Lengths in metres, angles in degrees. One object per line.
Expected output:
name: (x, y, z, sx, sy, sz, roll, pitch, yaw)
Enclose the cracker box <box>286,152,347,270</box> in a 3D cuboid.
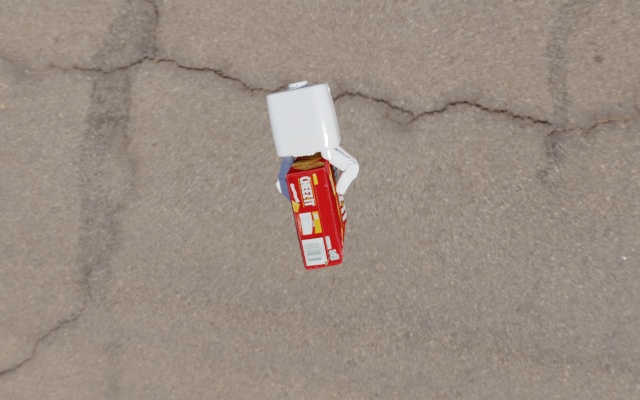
cracker box: (0.000, 0.003, 0.845, 0.072, 0.164, 0.213, -9, 15, 7)
